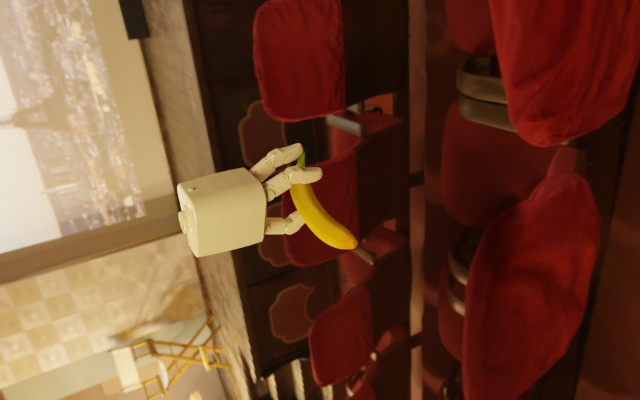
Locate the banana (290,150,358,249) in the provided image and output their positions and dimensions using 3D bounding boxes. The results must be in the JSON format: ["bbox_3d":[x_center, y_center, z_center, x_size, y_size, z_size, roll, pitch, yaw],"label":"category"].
[{"bbox_3d":[-0.006,0.012,0.744,0.037,0.197,0.070,-13,-36,-28],"label":"banana"}]
